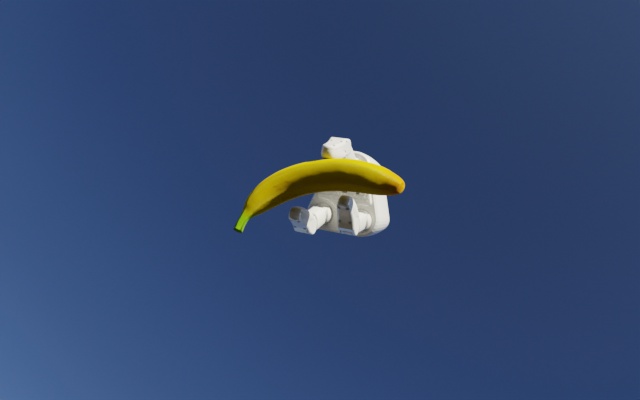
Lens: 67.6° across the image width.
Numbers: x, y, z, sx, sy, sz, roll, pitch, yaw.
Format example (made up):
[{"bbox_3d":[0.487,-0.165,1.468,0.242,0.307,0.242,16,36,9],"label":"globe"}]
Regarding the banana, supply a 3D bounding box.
[{"bbox_3d":[-0.006,-0.014,0.540,0.198,0.069,0.037,-15,-24,15],"label":"banana"}]
